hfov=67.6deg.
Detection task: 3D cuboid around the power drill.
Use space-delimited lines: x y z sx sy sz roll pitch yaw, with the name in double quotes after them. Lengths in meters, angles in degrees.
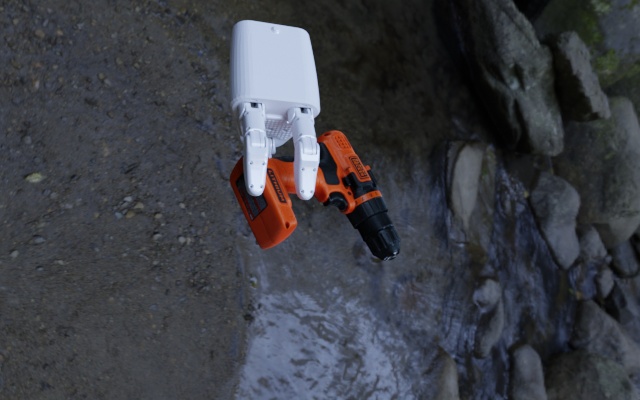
0.000 0.002 0.561 0.187 0.184 0.057 -9 -26 -46 "power drill"
